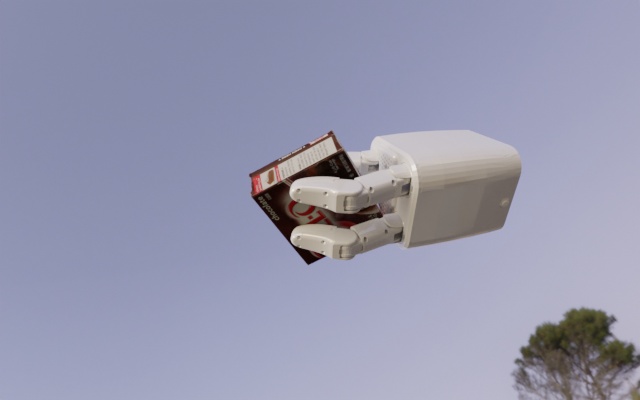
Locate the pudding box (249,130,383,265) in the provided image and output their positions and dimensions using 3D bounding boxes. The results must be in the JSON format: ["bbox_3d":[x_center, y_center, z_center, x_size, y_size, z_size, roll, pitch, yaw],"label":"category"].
[{"bbox_3d":[0.000,0.001,0.446,0.090,0.114,0.039,-28,39,8],"label":"pudding box"}]
